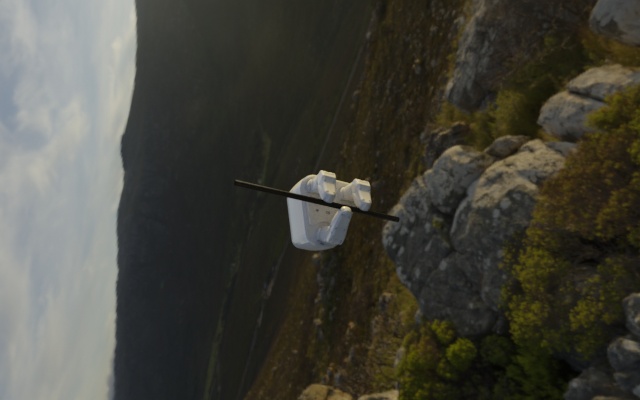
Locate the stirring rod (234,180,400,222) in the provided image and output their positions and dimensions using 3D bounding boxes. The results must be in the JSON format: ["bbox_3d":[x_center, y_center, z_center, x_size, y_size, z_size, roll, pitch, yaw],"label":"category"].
[{"bbox_3d":[0.000,0.002,0.660,0.239,0.011,0.011,13,-4,-16],"label":"stirring rod"}]
